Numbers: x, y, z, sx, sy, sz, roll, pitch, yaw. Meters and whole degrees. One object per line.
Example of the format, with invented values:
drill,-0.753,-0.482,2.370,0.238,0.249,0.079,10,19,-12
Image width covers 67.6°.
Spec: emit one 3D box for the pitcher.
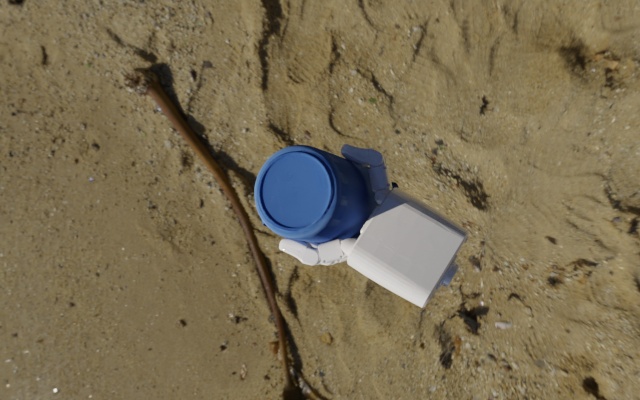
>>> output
pitcher,0.000,0.002,0.647,0.145,0.149,0.243,31,6,19
